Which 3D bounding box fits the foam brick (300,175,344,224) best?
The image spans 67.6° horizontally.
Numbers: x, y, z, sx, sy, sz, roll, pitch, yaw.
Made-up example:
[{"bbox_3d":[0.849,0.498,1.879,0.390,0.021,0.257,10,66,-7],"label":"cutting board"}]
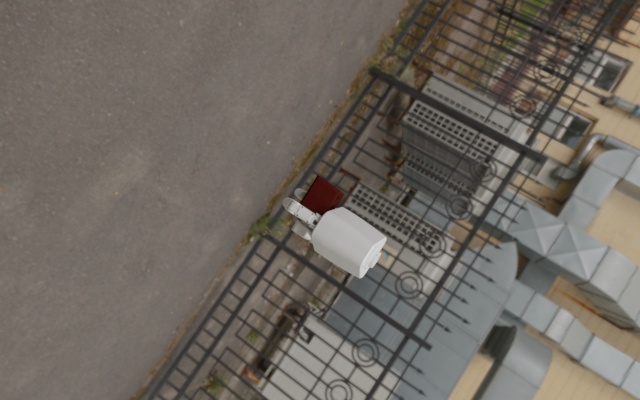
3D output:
[{"bbox_3d":[0.000,0.003,0.888,0.051,0.078,0.053,32,0,17],"label":"foam brick"}]
